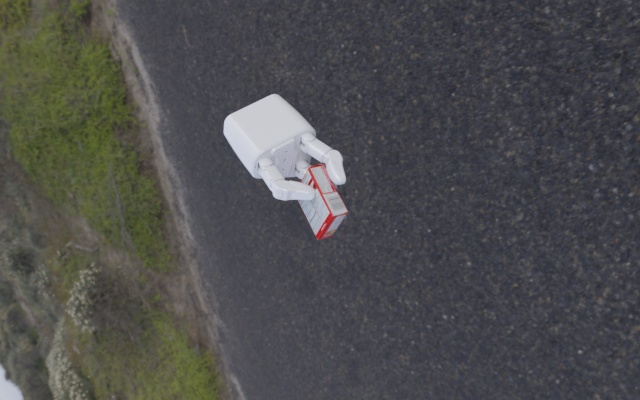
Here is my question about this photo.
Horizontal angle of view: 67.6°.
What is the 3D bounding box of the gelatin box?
[{"bbox_3d":[0.000,0.003,0.711,0.030,0.089,0.073,-14,-26,-28],"label":"gelatin box"}]
